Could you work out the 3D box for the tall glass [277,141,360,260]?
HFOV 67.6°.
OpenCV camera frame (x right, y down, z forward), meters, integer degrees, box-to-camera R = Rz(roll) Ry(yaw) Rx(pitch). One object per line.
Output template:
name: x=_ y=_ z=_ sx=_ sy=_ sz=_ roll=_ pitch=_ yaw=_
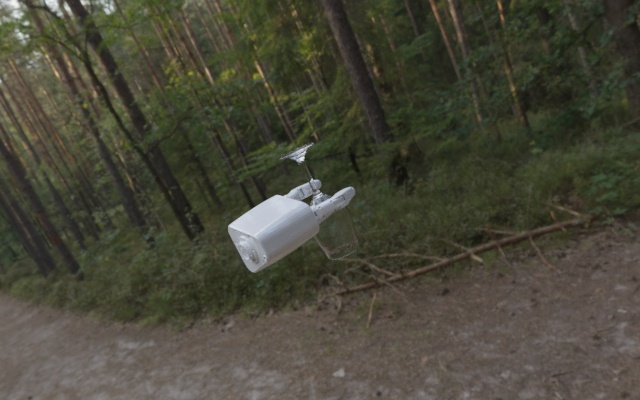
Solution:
tall glass: x=0.000 y=0.002 z=0.837 sx=0.079 sy=0.201 sz=0.079 roll=-25 pitch=10 yaw=5
